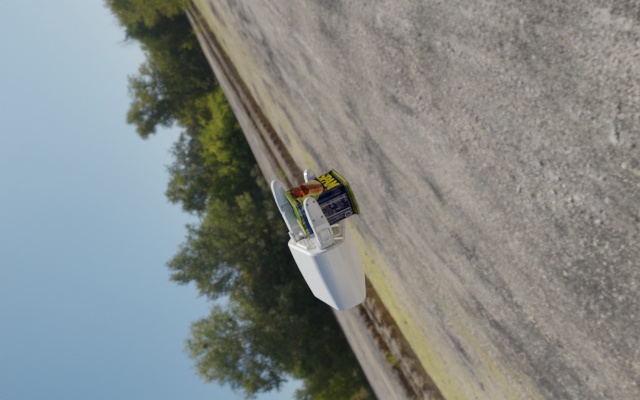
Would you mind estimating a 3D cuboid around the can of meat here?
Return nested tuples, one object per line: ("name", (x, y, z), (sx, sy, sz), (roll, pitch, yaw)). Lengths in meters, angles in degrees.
("can of meat", (0.000, 0.002, 0.706), (0.084, 0.057, 0.102), (-25, 22, -6))
